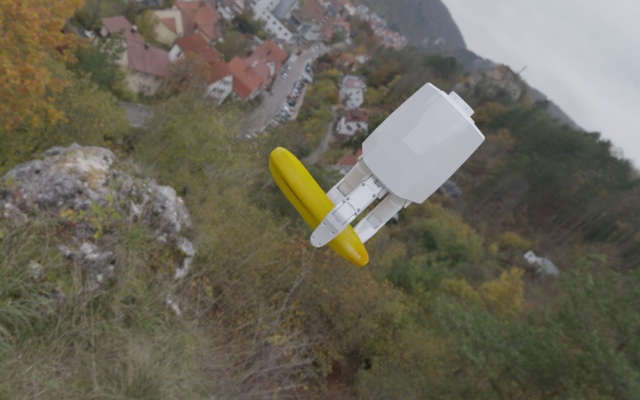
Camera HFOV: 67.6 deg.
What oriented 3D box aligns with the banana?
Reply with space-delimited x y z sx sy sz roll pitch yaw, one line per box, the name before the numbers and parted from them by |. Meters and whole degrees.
banana | -0.011 -0.004 0.562 0.197 0.037 0.070 53 16 30
